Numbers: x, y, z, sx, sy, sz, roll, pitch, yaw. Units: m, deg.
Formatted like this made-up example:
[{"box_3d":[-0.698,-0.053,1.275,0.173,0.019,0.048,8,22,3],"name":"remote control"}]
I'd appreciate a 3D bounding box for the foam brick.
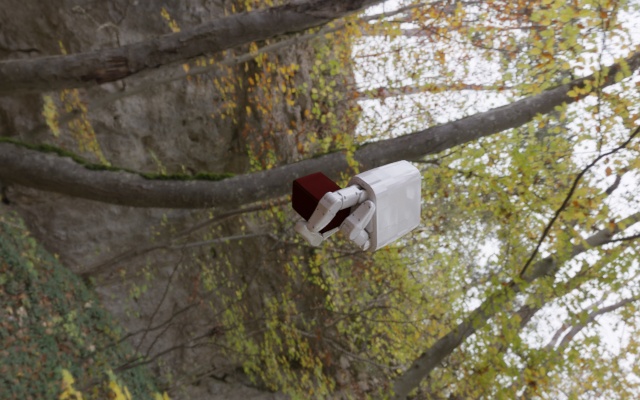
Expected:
[{"box_3d":[0.000,0.002,0.713,0.051,0.053,0.078,-23,48,-33],"name":"foam brick"}]
